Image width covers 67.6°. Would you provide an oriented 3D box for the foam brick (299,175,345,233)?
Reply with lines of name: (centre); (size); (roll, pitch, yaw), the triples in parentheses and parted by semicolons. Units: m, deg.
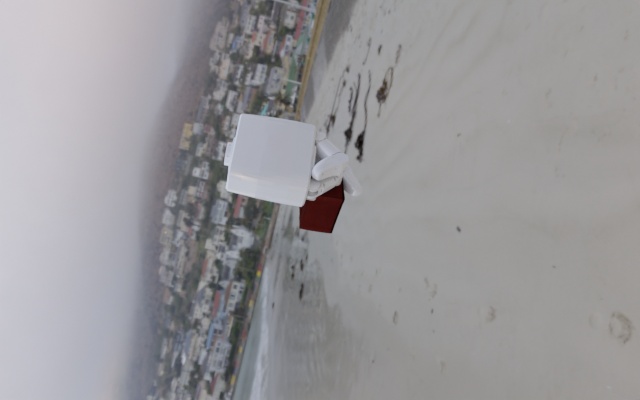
foam brick: (0.000, 0.003, 0.704); (0.051, 0.053, 0.078); (7, -45, -11)
